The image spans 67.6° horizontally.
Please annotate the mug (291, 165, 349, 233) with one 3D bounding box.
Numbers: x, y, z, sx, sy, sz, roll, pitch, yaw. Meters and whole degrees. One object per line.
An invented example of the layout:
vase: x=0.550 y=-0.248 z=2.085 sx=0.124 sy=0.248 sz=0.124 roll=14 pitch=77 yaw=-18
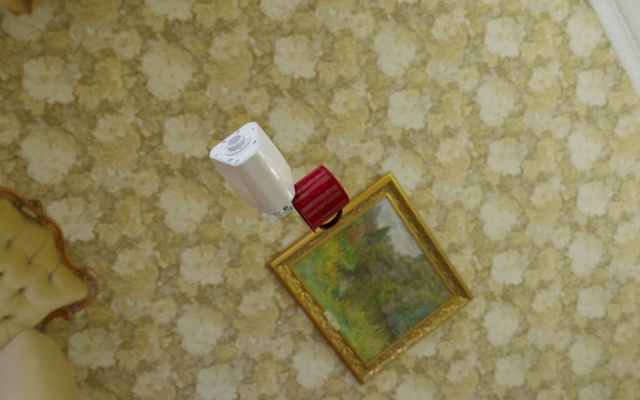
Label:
mug: x=0.001 y=0.004 z=0.815 sx=0.081 sy=0.117 sz=0.093 roll=-38 pitch=36 yaw=-5
